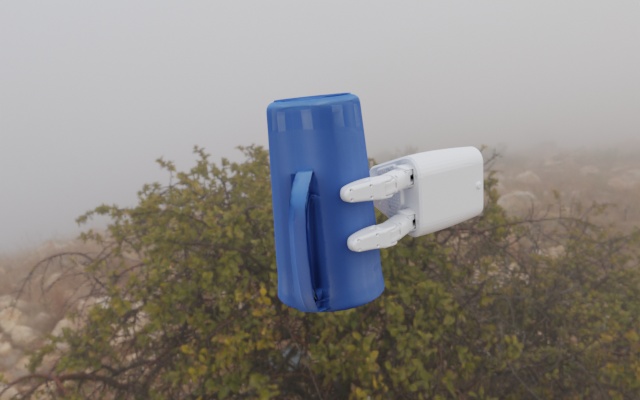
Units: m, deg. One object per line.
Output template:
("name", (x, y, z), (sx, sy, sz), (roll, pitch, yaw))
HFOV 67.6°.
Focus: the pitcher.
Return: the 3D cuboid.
("pitcher", (0.000, 0.002, 0.560), (0.145, 0.243, 0.149), (-13, 15, -26))
